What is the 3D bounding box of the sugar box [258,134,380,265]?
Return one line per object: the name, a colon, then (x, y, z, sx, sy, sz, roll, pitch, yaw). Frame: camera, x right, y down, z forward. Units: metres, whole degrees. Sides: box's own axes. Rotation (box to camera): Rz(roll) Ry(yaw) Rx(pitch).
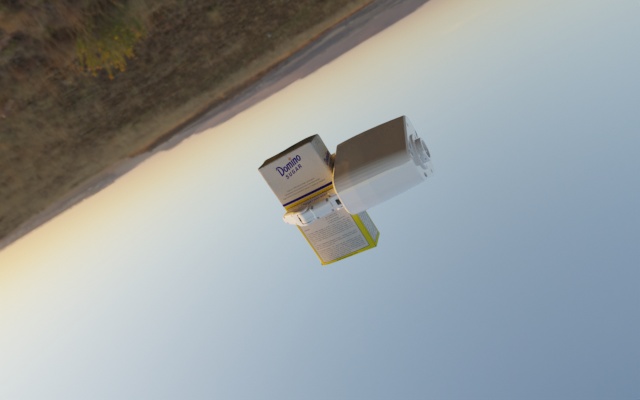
sugar box: (0.000, 0.002, 0.673, 0.093, 0.176, 0.048, -24, 17, 25)
